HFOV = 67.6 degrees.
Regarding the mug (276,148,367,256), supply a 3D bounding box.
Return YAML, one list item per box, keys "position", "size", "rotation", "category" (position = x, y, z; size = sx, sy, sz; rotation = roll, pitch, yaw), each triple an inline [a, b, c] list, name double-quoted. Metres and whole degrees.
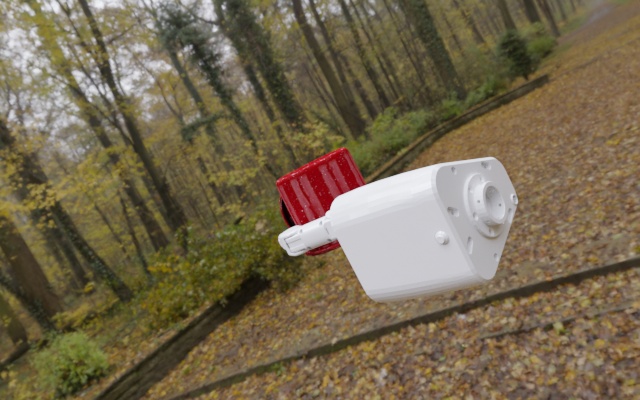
- position: [-0.001, 0.002, 0.494]
  size: [0.117, 0.081, 0.093]
  rotation: [-21, 8, 47]
  category: "mug"
